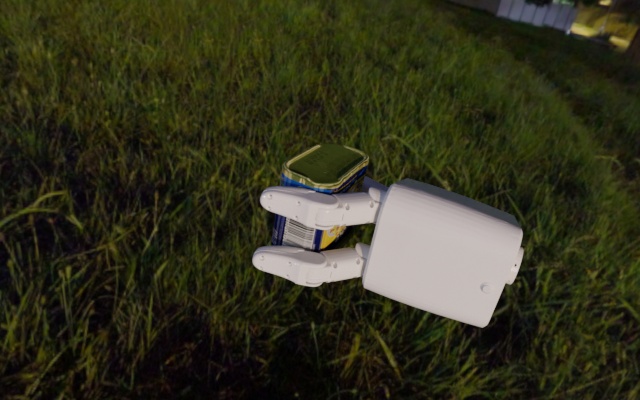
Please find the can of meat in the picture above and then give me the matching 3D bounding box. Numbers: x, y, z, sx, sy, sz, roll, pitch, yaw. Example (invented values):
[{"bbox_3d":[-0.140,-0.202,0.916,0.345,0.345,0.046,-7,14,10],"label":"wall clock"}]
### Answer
[{"bbox_3d":[0.000,0.001,0.432,0.057,0.084,0.102,21,29,18],"label":"can of meat"}]
